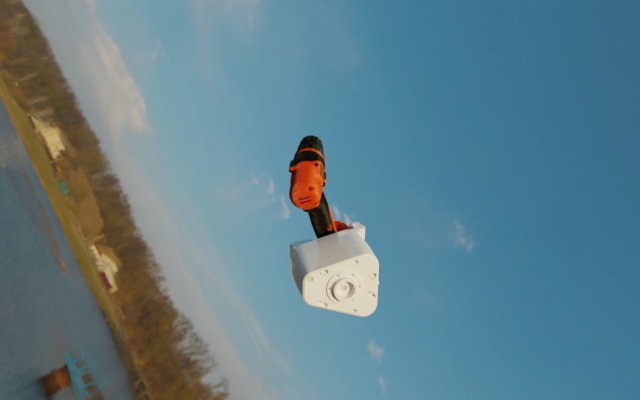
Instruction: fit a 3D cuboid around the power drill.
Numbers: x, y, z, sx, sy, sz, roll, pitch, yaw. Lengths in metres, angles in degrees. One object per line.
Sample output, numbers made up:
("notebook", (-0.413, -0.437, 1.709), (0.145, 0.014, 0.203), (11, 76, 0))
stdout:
("power drill", (0.000, 0.003, 0.788), (0.057, 0.188, 0.184), (-14, 32, 14))
